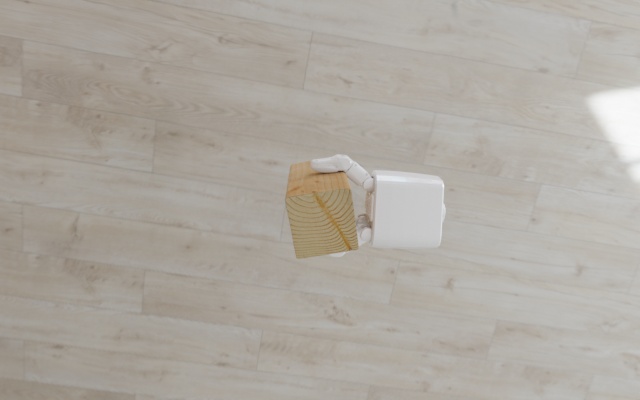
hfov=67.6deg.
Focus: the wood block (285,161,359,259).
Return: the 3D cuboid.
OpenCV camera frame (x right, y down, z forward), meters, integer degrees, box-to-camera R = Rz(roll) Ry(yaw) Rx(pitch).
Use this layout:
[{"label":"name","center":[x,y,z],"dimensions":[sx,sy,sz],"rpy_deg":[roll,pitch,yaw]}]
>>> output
[{"label":"wood block","center":[0.000,0.002,0.736],"dimensions":[0.090,0.091,0.206],"rpy_deg":[-9,16,1]}]
